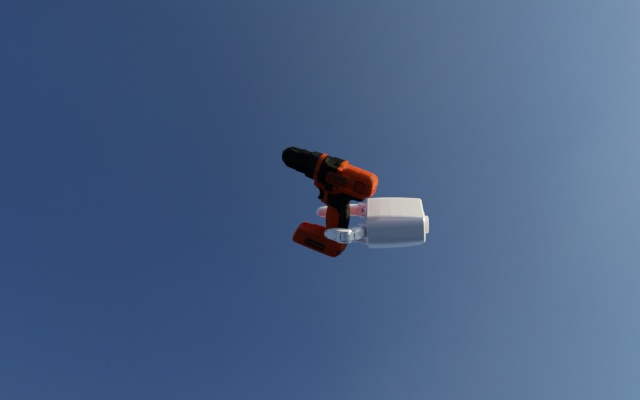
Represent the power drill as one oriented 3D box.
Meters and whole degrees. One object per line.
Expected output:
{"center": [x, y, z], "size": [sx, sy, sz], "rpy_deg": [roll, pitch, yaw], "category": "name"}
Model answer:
{"center": [0.000, 0.003, 0.896], "size": [0.184, 0.188, 0.057], "rpy_deg": [22, 32, 14], "category": "power drill"}
